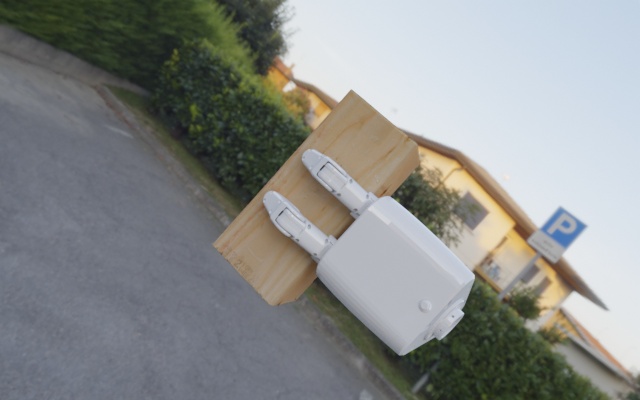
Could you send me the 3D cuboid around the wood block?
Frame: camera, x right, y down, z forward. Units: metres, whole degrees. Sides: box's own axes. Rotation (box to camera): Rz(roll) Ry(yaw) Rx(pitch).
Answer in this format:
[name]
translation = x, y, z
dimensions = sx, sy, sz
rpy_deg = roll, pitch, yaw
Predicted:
[wood block]
translation = 0.001, 0.002, 0.500
dimensions = 0.090, 0.206, 0.091
rpy_deg = 43, 3, 15
